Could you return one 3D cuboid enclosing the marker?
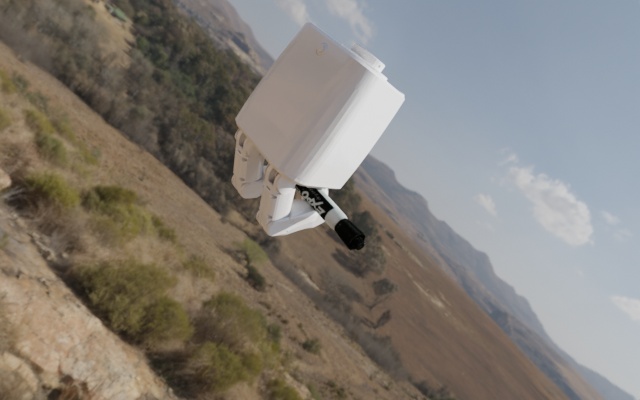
[{"bbox_3d":[0.000,0.001,0.432,0.020,0.020,0.121,0,38,-45],"label":"marker"}]
